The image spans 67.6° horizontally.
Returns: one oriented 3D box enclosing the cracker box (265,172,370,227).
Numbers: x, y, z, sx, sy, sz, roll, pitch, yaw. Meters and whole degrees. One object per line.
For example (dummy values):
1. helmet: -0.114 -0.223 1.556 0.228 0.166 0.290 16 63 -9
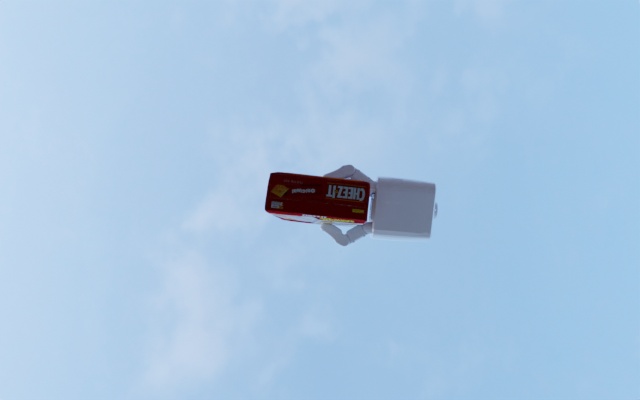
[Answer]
1. cracker box: 0.000 0.003 0.851 0.164 0.072 0.214 5 -6 3
